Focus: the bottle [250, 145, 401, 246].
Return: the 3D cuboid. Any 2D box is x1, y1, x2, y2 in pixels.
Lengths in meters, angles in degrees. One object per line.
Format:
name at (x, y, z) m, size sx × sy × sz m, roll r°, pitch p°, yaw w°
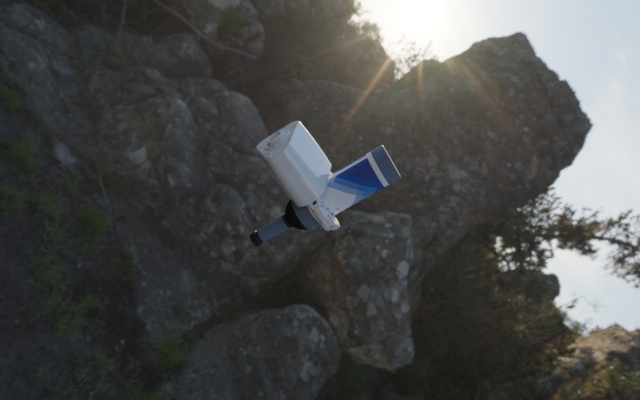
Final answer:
bottle at (0.000, 0.003, 0.867) m, size 0.296 × 0.069 × 0.069 m, roll -30°, pitch -6°, yaw 11°
